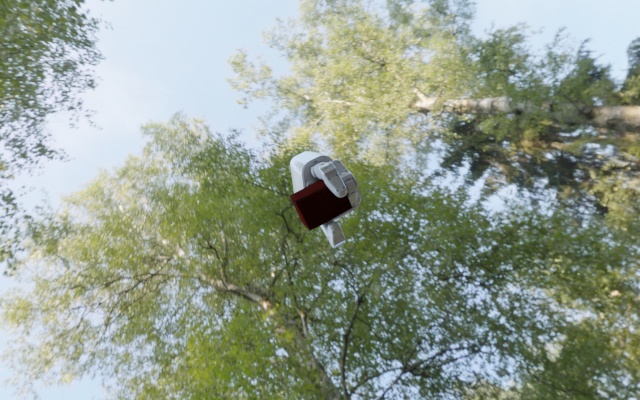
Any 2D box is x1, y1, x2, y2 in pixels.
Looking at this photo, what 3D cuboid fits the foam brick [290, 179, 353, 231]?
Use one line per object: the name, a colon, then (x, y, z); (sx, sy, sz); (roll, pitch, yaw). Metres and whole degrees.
foam brick: (0.000, 0.002, 0.740); (0.078, 0.053, 0.051); (-27, 17, -10)
